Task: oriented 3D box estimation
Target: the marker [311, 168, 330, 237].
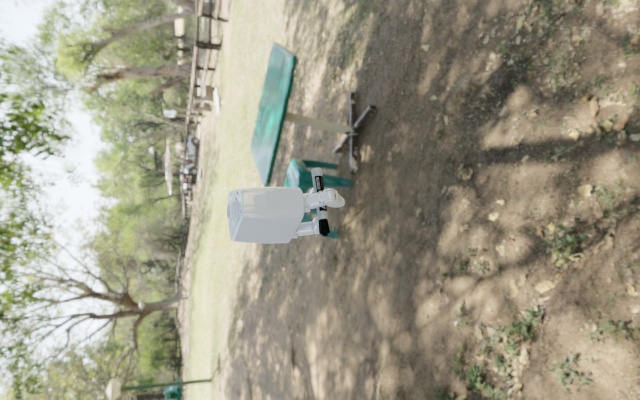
[{"bbox_3d":[0.000,0.003,0.816,0.020,0.121,0.020,-7,-18,-2],"label":"marker"}]
